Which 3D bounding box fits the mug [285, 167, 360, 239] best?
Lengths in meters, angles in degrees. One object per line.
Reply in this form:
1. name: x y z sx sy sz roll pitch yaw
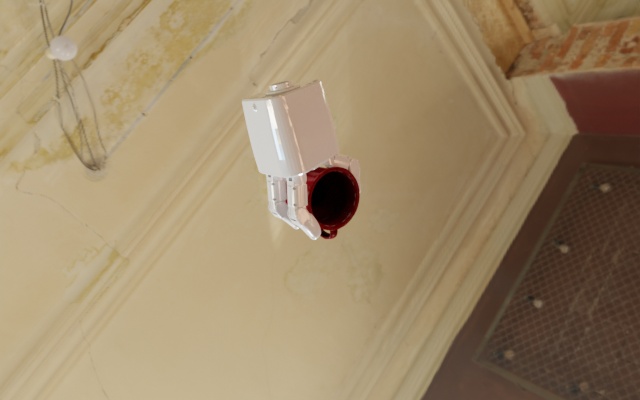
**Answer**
1. mug: 0.000 0.004 0.720 0.093 0.117 0.081 -23 22 -30
